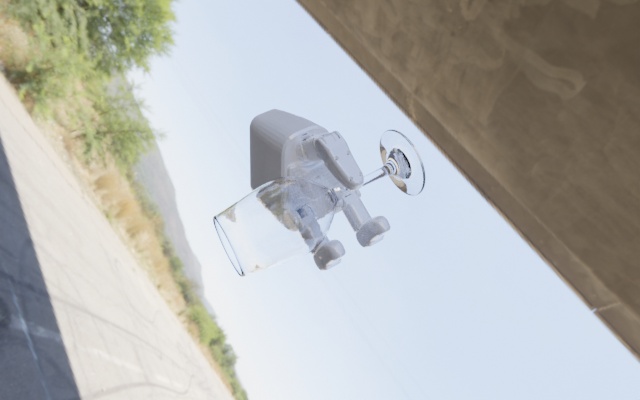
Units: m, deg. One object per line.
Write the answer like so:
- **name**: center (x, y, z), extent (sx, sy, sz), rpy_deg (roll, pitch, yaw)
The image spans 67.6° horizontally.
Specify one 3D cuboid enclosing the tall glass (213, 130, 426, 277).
- **tall glass**: center (0.001, 0.001, 0.466), extent (0.201, 0.079, 0.079), rpy_deg (-26, 9, -19)
